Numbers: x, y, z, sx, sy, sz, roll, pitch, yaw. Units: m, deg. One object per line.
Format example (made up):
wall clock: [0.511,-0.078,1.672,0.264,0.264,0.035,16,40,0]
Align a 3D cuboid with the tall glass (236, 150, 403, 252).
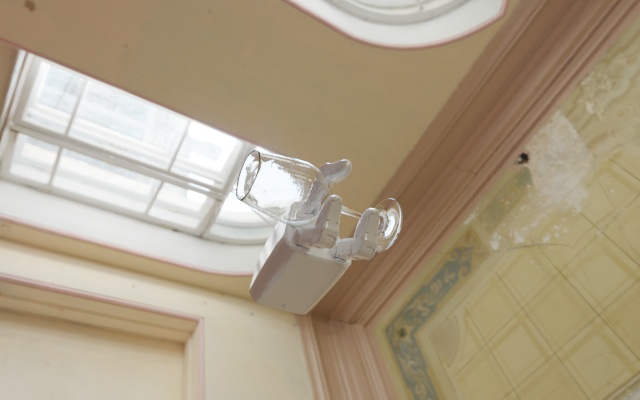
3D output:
tall glass: [0.001,0.002,0.586,0.201,0.079,0.079,21,-10,-27]
